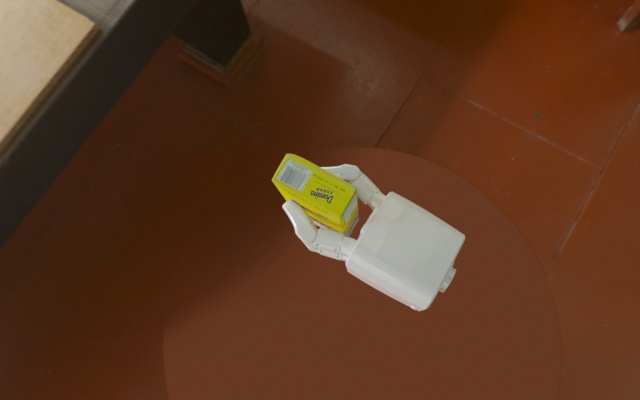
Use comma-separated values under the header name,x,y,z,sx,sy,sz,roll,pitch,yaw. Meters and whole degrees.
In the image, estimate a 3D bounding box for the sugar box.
name,x,y,z,sx,sy,sz,roll,pitch,yaw
sugar box,0.000,0.003,0.617,0.093,0.048,0.176,29,-11,12
